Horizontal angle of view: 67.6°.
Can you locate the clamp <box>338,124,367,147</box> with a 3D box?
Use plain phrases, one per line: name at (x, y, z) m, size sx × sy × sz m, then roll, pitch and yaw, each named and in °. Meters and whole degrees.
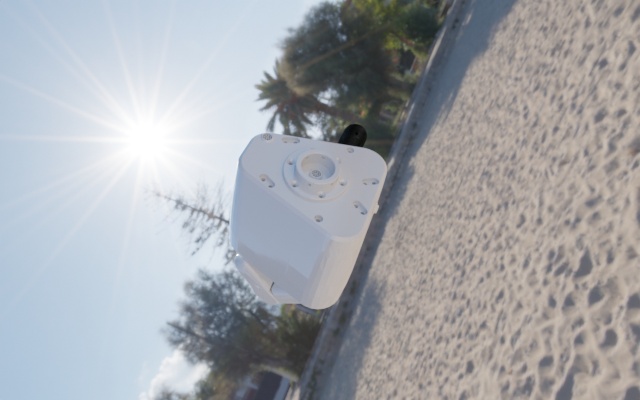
clamp at (-0.001, 0.002, 0.492) m, size 0.039 × 0.171 × 0.120 m, roll 22°, pitch -37°, yaw 4°
